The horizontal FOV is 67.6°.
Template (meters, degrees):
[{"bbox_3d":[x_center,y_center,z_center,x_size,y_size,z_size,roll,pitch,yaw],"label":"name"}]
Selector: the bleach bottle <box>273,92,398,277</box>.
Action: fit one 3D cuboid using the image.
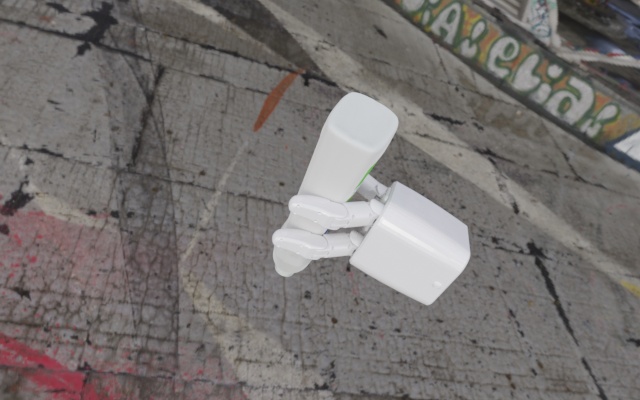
[{"bbox_3d":[0.000,0.002,0.565,0.068,0.251,0.102,31,41,3],"label":"bleach bottle"}]
